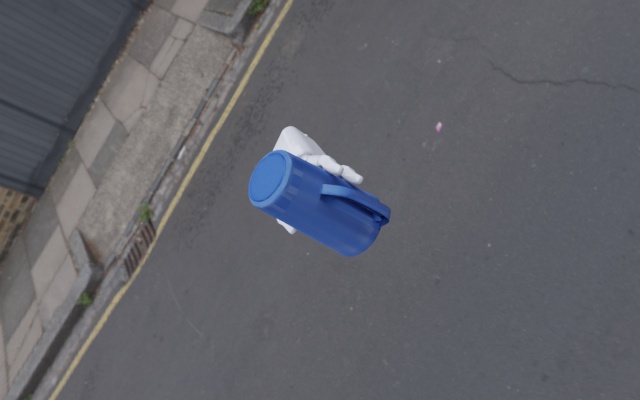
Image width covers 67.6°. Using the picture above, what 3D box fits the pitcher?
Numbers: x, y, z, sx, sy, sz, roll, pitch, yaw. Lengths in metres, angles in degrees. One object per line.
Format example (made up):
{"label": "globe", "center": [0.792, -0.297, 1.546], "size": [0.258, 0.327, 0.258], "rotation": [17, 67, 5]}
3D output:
{"label": "pitcher", "center": [0.000, 0.003, 0.863], "size": [0.243, 0.149, 0.145], "rotation": [28, 21, -39]}
